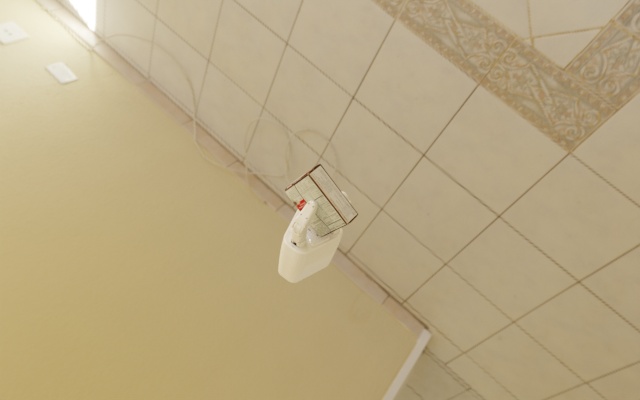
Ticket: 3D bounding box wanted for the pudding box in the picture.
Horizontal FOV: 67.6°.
[{"bbox_3d":[0.000,0.003,0.834,0.039,0.113,0.090,-43,8,-37],"label":"pudding box"}]
